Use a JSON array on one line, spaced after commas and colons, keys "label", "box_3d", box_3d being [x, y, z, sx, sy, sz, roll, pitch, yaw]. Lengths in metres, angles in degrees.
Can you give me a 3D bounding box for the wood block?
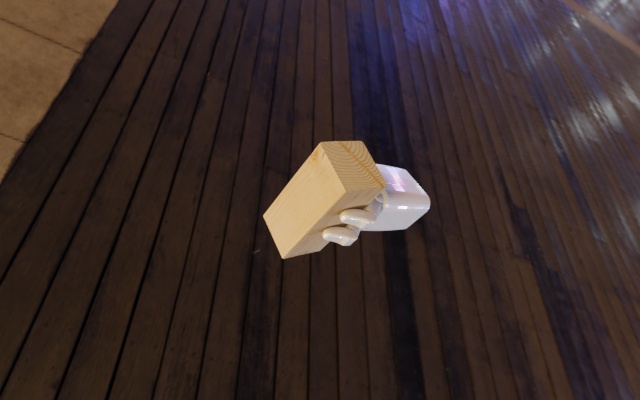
[{"label": "wood block", "box_3d": [0.000, 0.002, 0.778, 0.090, 0.090, 0.206, -8, -28, -39]}]
